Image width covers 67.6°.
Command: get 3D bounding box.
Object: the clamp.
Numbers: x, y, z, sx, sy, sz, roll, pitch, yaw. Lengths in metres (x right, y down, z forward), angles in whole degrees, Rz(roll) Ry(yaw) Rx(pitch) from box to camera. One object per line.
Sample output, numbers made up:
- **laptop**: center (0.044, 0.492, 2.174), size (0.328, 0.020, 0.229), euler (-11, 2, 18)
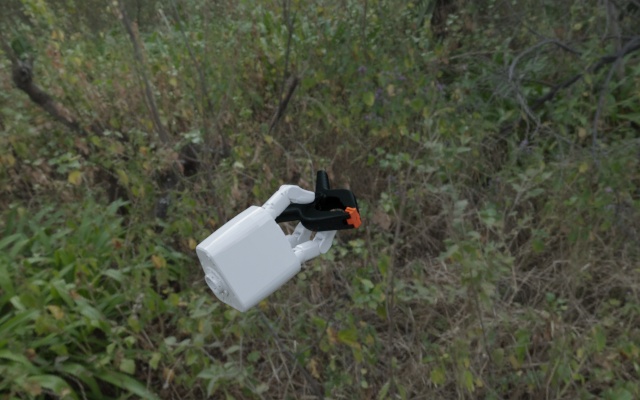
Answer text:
- **clamp**: center (0.000, 0.002, 0.772), size (0.164, 0.036, 0.210), euler (-39, 29, -29)
